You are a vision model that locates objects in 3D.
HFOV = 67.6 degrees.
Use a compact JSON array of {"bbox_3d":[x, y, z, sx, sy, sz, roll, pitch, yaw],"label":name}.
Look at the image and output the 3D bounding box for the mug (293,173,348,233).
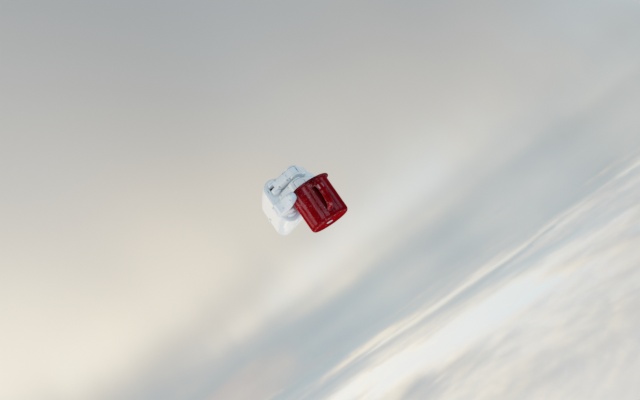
[{"bbox_3d":[0.001,0.003,0.892,0.093,0.081,0.117,-31,-12,-20],"label":"mug"}]
